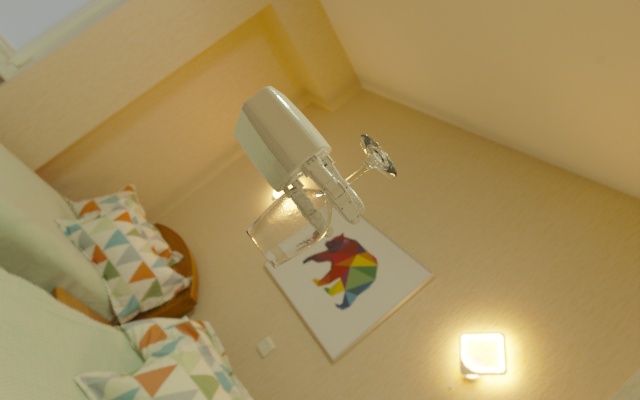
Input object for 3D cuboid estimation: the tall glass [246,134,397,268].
[{"bbox_3d":[0.001,0.002,0.626,0.201,0.079,0.079,-39,6,-8],"label":"tall glass"}]
